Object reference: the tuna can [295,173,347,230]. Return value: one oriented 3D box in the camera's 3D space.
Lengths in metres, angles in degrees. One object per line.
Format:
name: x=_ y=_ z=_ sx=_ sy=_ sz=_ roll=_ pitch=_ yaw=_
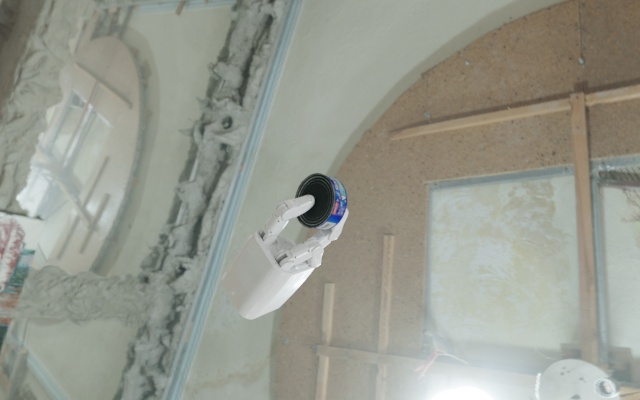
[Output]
tuna can: x=0.001 y=0.002 z=0.743 sx=0.086 sy=0.086 sz=0.034 roll=0 pitch=-9 yaw=44
